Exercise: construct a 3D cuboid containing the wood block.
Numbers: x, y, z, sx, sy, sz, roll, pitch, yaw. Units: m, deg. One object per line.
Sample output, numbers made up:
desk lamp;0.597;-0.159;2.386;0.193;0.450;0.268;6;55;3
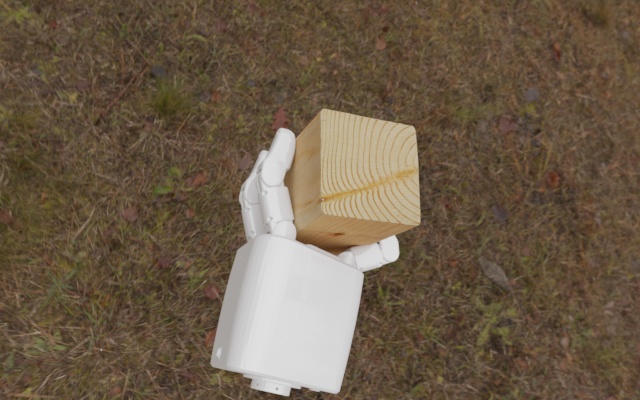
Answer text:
wood block;0.000;0.002;0.468;0.091;0.090;0.206;7;-19;-22
